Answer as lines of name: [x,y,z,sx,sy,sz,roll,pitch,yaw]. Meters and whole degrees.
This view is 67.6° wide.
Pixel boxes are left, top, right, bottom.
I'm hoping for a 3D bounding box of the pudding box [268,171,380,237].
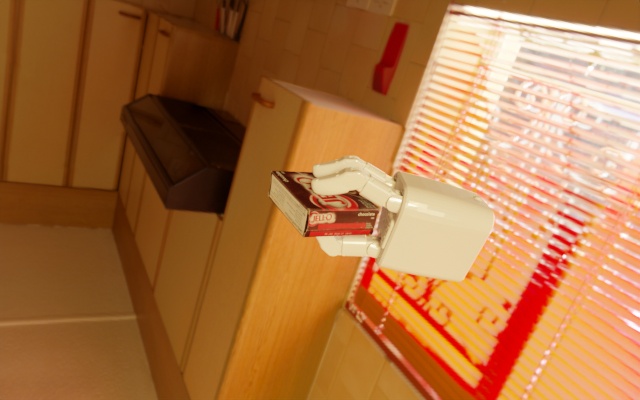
pudding box: [0.000,0.002,0.554,0.090,0.039,0.113,1,22,-29]
